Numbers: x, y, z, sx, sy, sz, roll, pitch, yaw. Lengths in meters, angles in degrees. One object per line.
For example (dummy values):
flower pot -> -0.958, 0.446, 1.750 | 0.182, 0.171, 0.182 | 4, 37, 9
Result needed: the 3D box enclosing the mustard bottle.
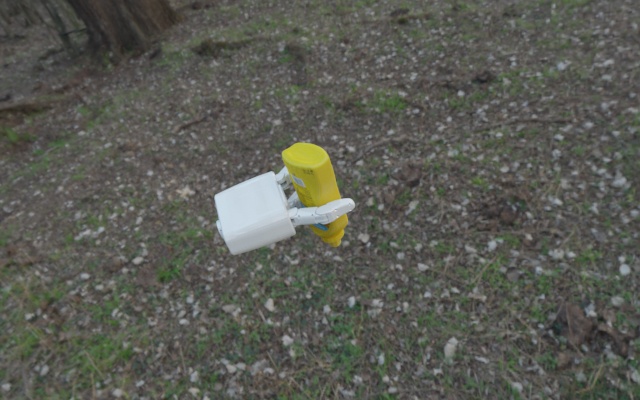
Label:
mustard bottle -> 0.000, 0.002, 0.785 | 0.058, 0.192, 0.096 | -35, 37, -22
